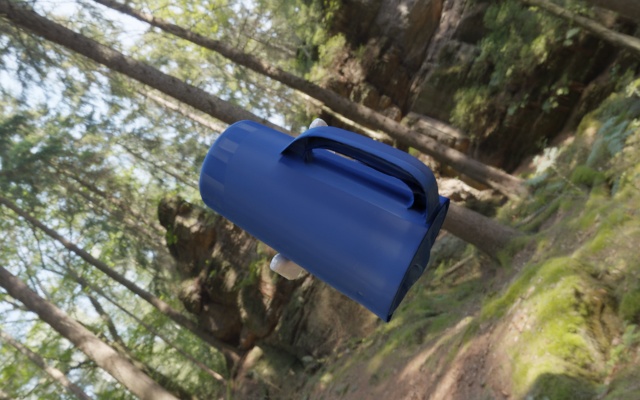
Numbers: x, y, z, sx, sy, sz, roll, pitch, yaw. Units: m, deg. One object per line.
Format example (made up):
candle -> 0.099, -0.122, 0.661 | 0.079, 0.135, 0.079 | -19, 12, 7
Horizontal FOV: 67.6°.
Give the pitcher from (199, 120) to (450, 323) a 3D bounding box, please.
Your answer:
pitcher -> 0.000, 0.002, 0.487 | 0.243, 0.149, 0.145 | 27, 4, 18
